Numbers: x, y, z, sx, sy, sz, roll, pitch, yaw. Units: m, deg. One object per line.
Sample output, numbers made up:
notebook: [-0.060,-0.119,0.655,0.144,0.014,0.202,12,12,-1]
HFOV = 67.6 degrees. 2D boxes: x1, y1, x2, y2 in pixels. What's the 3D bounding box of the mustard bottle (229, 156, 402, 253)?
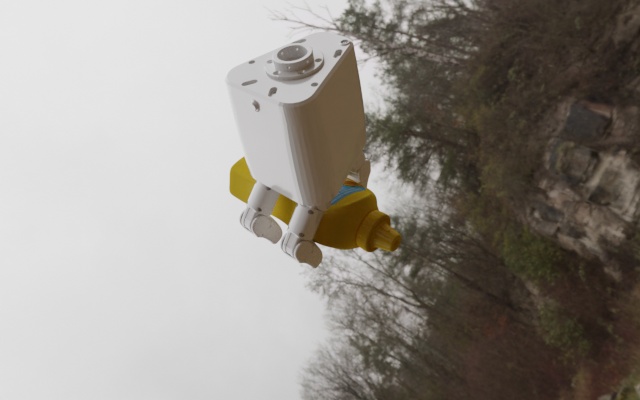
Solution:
mustard bottle: [0.000,0.002,0.497,0.191,0.058,0.096,28,32,32]
